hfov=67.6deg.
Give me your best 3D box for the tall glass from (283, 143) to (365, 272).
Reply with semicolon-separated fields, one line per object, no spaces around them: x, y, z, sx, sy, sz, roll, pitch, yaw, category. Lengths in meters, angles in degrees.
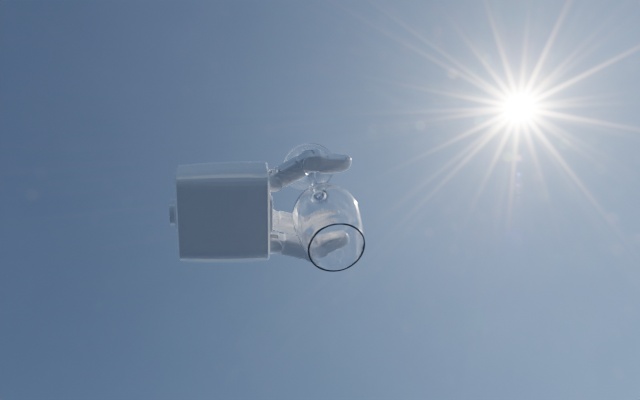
0.000;0.002;0.582;0.079;0.079;0.201;0;29;-12;tall glass
